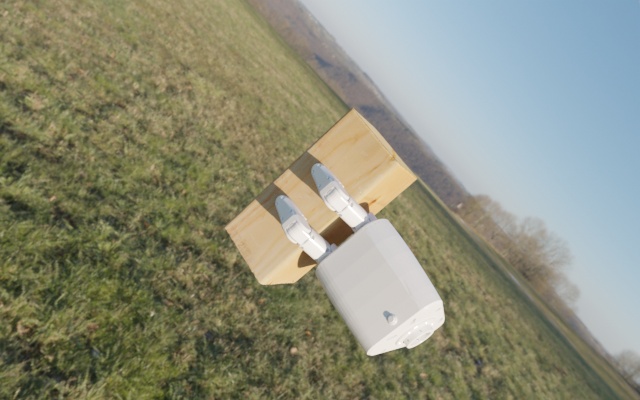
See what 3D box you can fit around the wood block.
[{"bbox_3d":[0.001,0.002,0.570,0.206,0.090,0.091,-41,-21,13],"label":"wood block"}]
